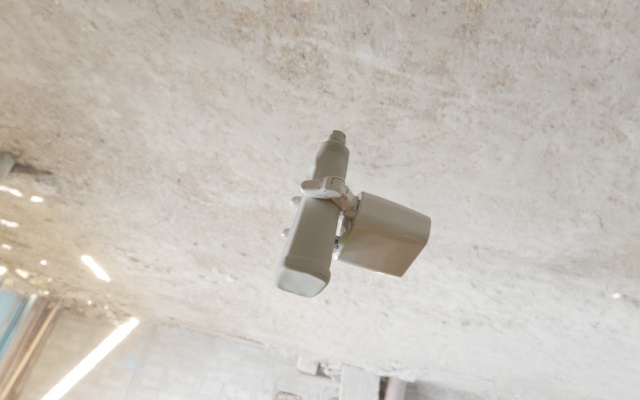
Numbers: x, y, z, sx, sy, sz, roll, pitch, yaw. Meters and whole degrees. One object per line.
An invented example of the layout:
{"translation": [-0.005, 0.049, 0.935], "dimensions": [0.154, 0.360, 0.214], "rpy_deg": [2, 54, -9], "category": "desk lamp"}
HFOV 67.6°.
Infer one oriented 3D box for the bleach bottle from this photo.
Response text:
{"translation": [0.000, 0.002, 0.670], "dimensions": [0.068, 0.250, 0.103], "rpy_deg": [18, -29, -6], "category": "bleach bottle"}
